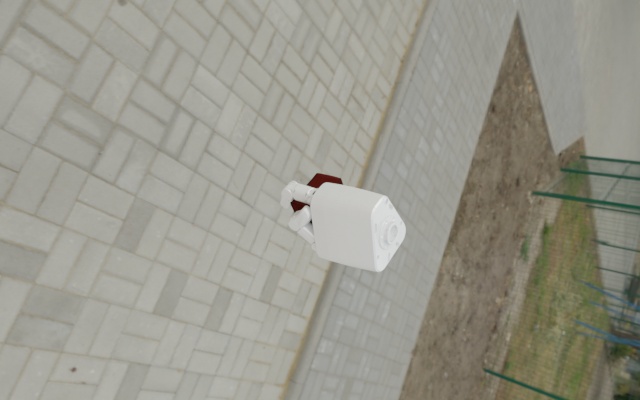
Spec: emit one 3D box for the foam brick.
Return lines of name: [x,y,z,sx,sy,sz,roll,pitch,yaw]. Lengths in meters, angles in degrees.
foam brick: [0.000,0.002,0.759,0.051,0.053,0.078,12,48,36]
